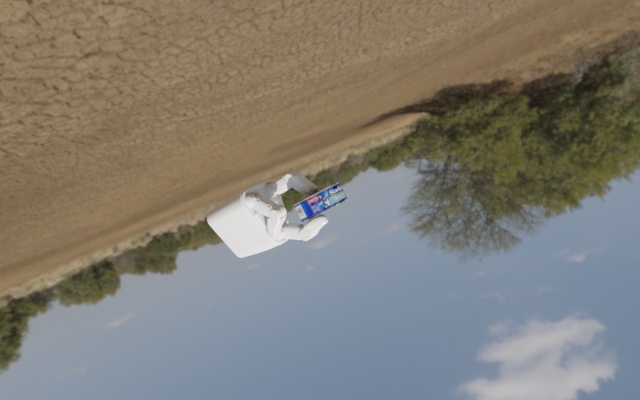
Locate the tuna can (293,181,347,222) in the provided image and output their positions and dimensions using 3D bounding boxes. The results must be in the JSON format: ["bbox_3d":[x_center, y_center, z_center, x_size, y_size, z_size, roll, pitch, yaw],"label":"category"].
[{"bbox_3d":[0.000,0.003,0.784,0.086,0.034,0.086,-27,0,0],"label":"tuna can"}]
